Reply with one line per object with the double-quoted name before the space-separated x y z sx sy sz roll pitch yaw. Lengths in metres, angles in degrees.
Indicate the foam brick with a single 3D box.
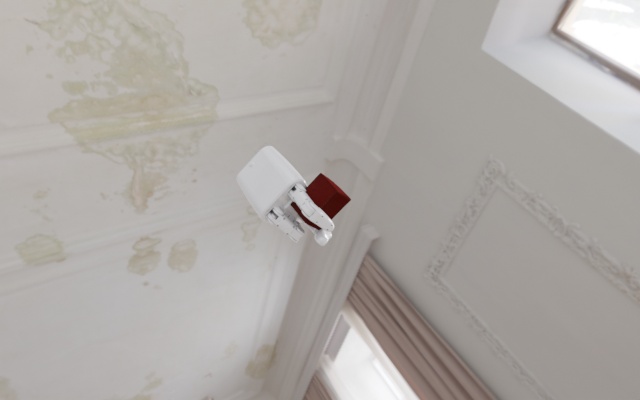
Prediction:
"foam brick" 0.000 0.003 0.805 0.051 0.078 0.053 50 10 33
